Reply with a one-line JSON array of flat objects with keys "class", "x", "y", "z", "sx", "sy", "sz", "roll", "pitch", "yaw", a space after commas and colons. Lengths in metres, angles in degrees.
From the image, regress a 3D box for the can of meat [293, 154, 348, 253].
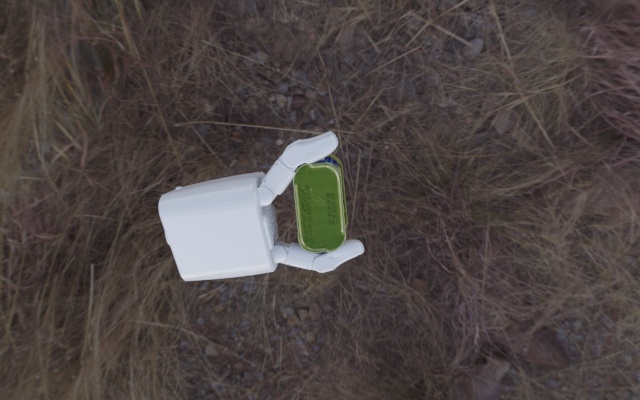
[{"class": "can of meat", "x": 0.000, "y": 0.002, "z": 0.538, "sx": 0.057, "sy": 0.102, "sz": 0.084, "roll": -5, "pitch": 9, "yaw": 3}]
